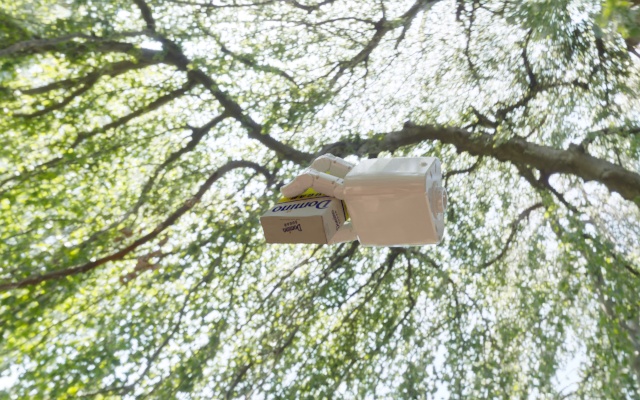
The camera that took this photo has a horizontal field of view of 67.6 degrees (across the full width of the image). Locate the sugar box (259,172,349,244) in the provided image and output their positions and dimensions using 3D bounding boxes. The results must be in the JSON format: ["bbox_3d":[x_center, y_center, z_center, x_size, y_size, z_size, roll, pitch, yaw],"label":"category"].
[{"bbox_3d":[0.000,0.002,0.666,0.093,0.048,0.176,-2,21,27],"label":"sugar box"}]
